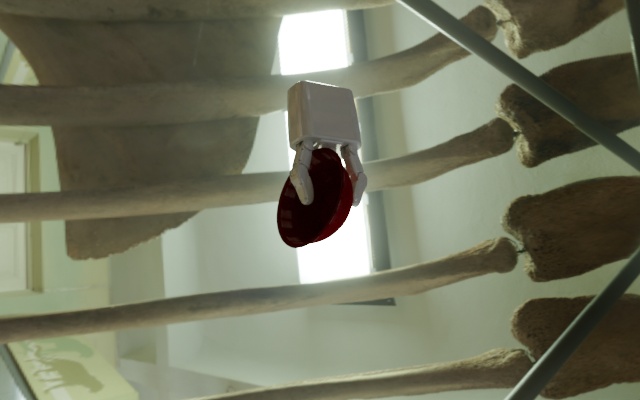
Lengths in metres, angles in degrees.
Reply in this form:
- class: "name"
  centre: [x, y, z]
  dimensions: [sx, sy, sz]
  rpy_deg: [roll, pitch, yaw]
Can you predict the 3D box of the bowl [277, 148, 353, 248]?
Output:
- class: "bowl"
  centre: [0.000, 0.004, 0.741]
  dimensions: [0.055, 0.162, 0.162]
  rpy_deg: [23, -14, -34]
